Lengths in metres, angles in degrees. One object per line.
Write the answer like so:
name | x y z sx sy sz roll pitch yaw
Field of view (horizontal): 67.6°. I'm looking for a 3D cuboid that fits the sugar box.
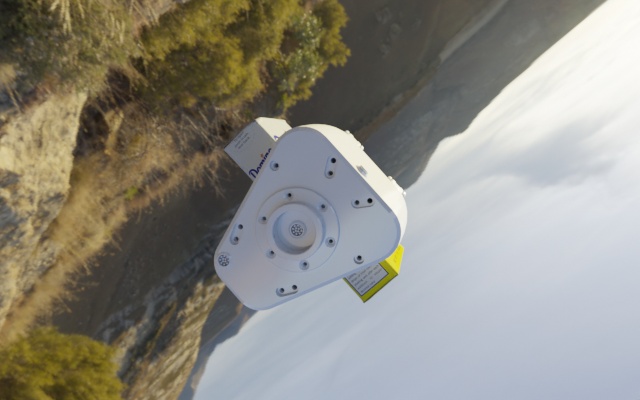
sugar box | 0.001 0.001 0.434 0.048 0.176 0.093 -41 -1 14
